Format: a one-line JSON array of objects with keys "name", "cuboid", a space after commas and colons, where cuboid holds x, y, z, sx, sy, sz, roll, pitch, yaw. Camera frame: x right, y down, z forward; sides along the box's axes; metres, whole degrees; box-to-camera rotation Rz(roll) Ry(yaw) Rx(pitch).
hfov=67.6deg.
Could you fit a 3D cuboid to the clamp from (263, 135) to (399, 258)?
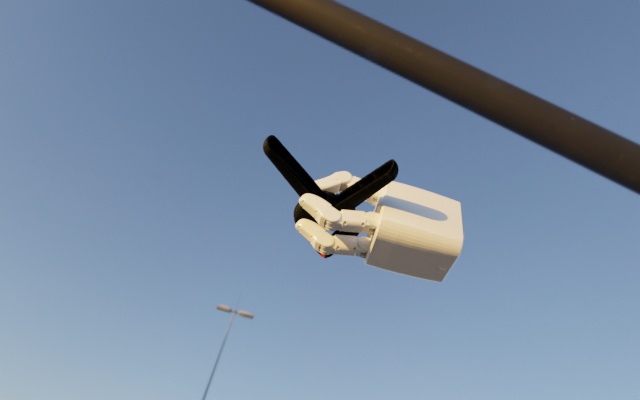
[{"name": "clamp", "cuboid": [0.000, 0.002, 0.632, 0.164, 0.036, 0.210, 18, -40, 5]}]
